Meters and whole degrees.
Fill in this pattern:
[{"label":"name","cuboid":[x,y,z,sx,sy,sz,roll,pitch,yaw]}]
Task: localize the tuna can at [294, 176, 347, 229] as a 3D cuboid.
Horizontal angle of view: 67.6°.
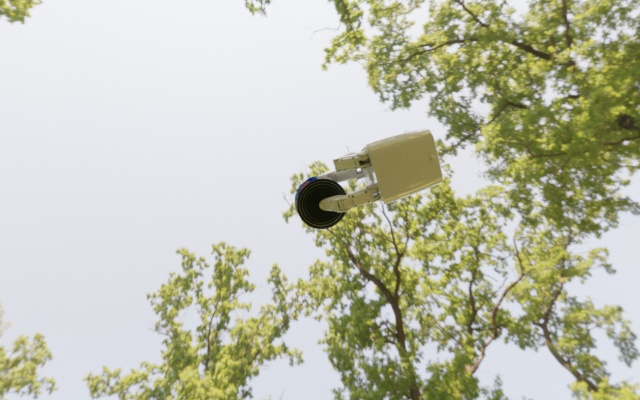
[{"label":"tuna can","cuboid":[0.000,0.002,0.794,0.086,0.086,0.033,0,13,-12]}]
